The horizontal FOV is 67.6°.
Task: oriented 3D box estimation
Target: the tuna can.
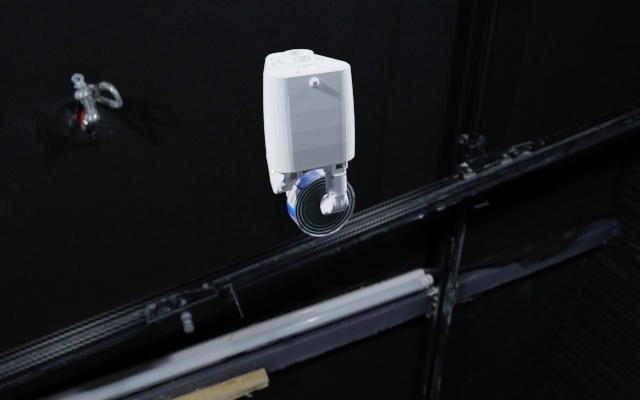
[{"bbox_3d":[0.000,0.002,0.628,0.086,0.086,0.033,0,23,-26],"label":"tuna can"}]
